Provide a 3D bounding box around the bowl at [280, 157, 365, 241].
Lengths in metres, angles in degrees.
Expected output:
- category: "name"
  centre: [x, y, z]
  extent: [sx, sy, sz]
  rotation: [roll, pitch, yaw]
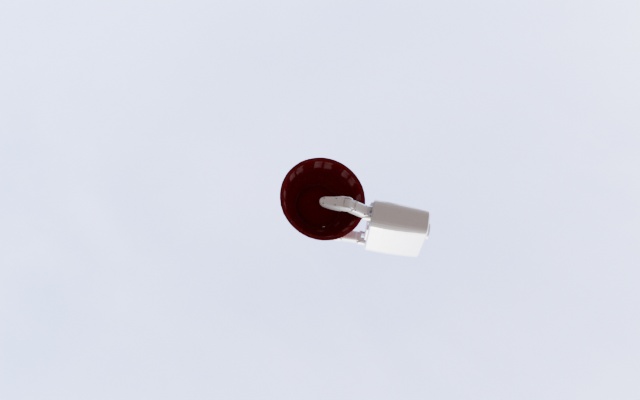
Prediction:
- category: "bowl"
  centre: [-0.001, 0.002, 0.900]
  extent: [0.162, 0.162, 0.055]
  rotation: [0, -18, -13]
